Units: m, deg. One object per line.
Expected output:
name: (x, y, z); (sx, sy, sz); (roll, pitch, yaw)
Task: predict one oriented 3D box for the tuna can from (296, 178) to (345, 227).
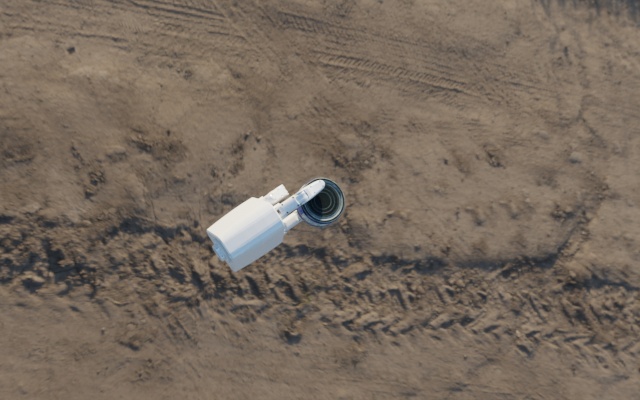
tuna can: (0.000, 0.003, 0.859); (0.086, 0.086, 0.034); (0, -12, -18)
